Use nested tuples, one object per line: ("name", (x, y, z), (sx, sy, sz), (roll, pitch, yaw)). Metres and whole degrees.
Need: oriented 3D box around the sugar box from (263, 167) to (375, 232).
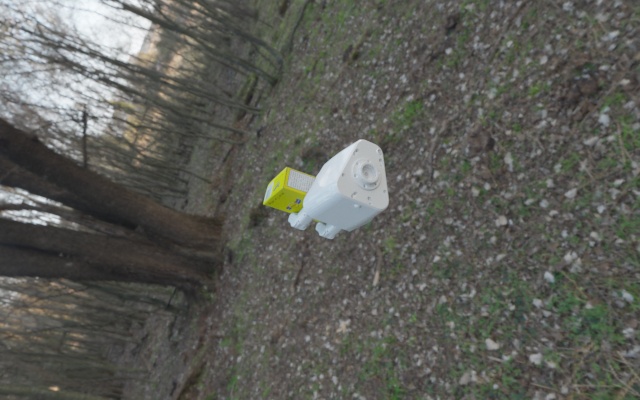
("sugar box", (0.000, 0.003, 0.827), (0.176, 0.048, 0.093), (21, -25, -20))
